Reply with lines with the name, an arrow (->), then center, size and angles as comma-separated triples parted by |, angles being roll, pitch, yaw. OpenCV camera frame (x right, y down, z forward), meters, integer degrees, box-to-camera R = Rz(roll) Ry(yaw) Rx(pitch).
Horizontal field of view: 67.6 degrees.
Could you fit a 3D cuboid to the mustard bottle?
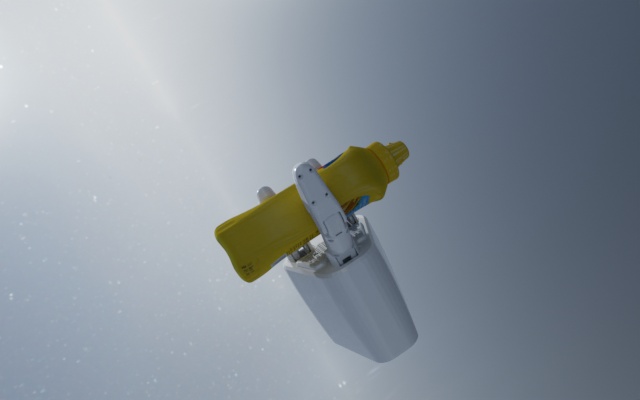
mustard bottle -> 0.000, 0.001, 0.437 | 0.191, 0.058, 0.096 | -32, -9, -9
